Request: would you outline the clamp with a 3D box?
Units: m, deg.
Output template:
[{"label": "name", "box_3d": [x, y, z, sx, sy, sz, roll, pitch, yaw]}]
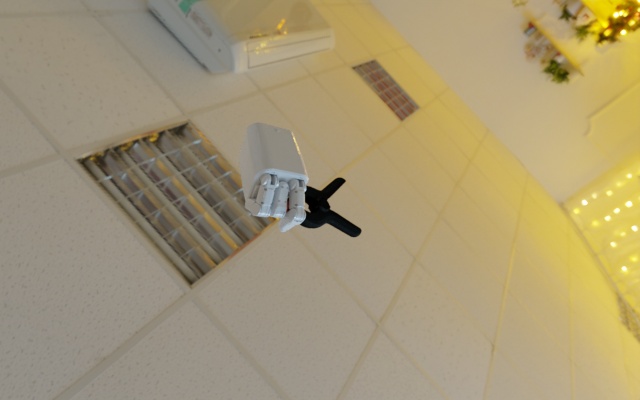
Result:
[{"label": "clamp", "box_3d": [0.000, 0.003, 0.865, 0.171, 0.120, 0.039, 12, -38, -40]}]
